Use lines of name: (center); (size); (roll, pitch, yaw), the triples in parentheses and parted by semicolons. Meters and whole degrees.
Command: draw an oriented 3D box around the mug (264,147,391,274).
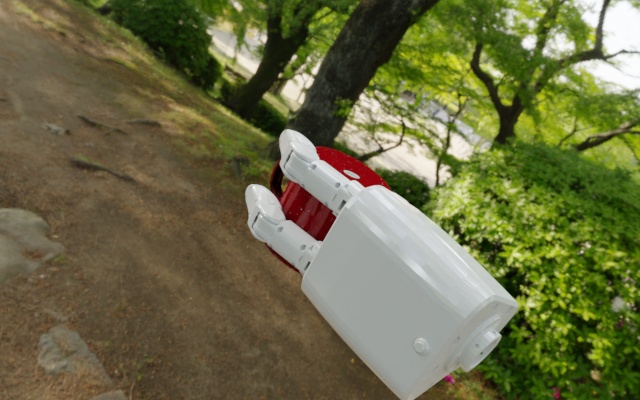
mug: (-0.001, 0.000, 0.410); (0.093, 0.081, 0.117); (1, 36, -50)
